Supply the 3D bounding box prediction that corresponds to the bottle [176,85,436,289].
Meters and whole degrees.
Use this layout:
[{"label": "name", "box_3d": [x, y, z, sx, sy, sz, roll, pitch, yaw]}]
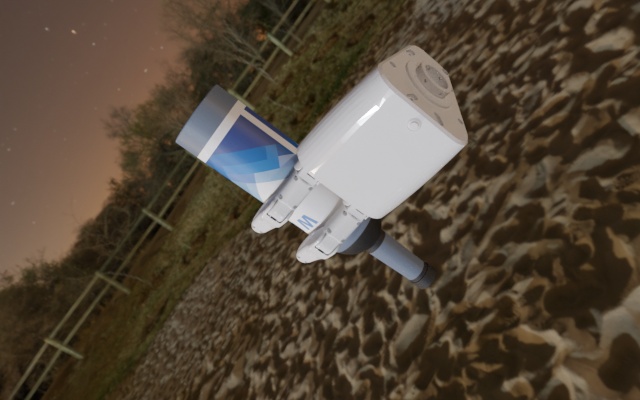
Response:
[{"label": "bottle", "box_3d": [0.000, 0.001, 0.481, 0.296, 0.069, 0.069, 36, -10, -14]}]
